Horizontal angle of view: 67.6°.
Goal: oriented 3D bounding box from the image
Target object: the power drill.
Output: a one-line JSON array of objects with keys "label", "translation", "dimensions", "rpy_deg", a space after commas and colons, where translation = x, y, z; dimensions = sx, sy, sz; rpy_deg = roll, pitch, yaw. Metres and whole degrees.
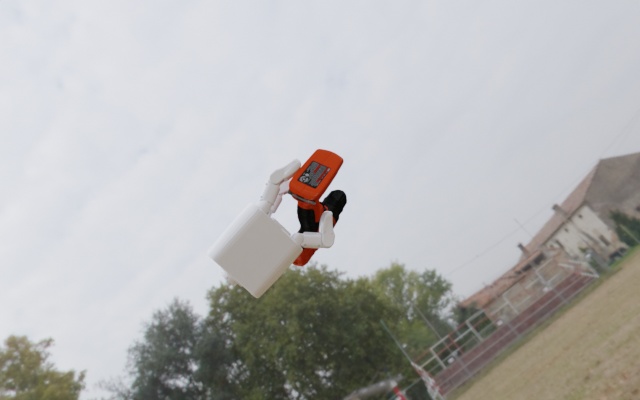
[{"label": "power drill", "translation": [0.000, 0.003, 0.834], "dimensions": [0.057, 0.184, 0.188], "rpy_deg": [22, -37, 17]}]
